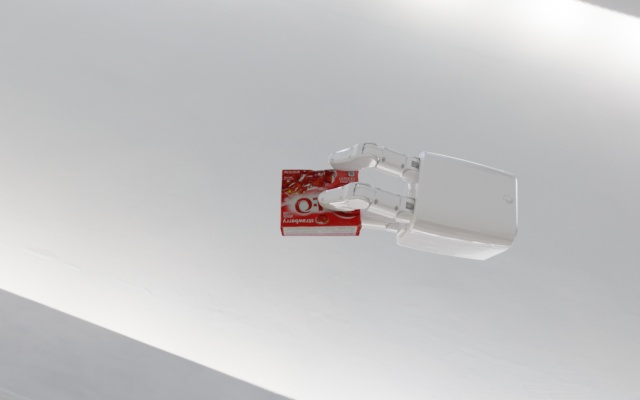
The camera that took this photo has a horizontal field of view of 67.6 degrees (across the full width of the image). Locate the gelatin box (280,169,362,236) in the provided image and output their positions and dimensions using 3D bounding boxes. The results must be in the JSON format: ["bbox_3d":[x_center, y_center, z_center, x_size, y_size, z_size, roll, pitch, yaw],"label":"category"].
[{"bbox_3d":[0.000,0.002,0.537,0.089,0.073,0.030,0,-28,-1],"label":"gelatin box"}]
